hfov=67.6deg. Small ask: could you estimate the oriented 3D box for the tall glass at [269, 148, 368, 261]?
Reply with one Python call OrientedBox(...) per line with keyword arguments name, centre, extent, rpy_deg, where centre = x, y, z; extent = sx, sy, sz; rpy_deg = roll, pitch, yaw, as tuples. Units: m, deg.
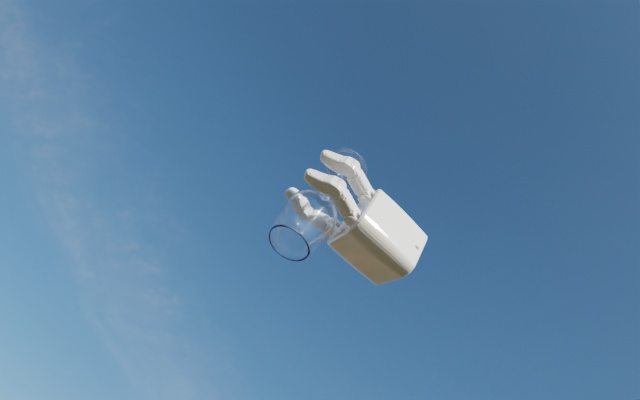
OrientedBox(name="tall glass", centre=(0.000, 0.002, 0.705), extent=(0.079, 0.079, 0.201), rpy_deg=(0, 34, 32))
